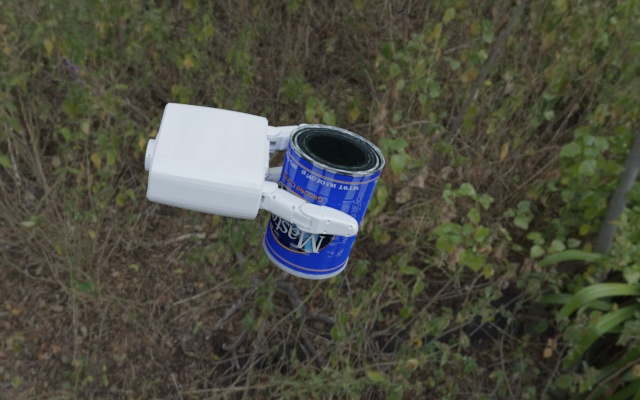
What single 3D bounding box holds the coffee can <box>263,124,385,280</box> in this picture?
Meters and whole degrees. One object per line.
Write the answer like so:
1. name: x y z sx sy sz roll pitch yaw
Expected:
1. coffee can: 0.000 0.002 0.530 0.103 0.140 0.102 13 32 -8
